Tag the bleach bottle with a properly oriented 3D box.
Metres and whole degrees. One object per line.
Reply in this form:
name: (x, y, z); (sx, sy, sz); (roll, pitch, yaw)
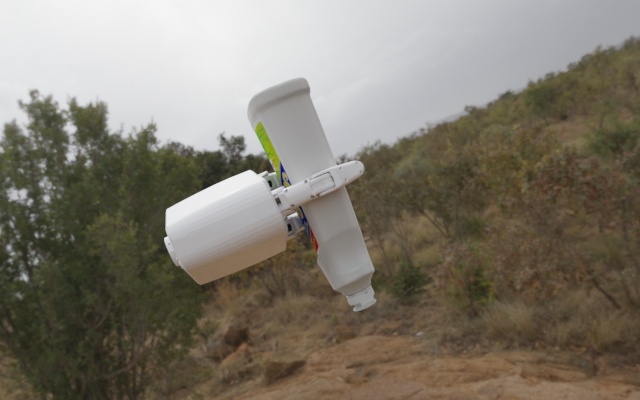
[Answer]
bleach bottle: (0.000, 0.002, 0.521); (0.068, 0.251, 0.102); (-24, 0, -12)
